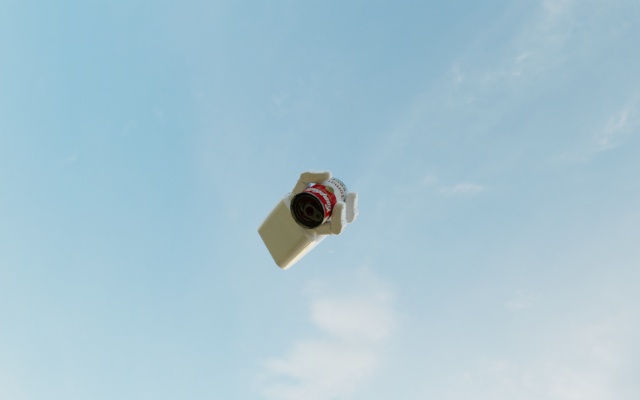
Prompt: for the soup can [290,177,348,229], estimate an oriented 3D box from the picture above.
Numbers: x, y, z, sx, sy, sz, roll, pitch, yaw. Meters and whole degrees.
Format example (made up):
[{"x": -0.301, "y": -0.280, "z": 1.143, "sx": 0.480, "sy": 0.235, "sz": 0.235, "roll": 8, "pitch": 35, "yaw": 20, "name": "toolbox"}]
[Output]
[{"x": 0.000, "y": 0.002, "z": 0.858, "sx": 0.068, "sy": 0.068, "sz": 0.102, "roll": 0, "pitch": 18, "yaw": 29, "name": "soup can"}]
